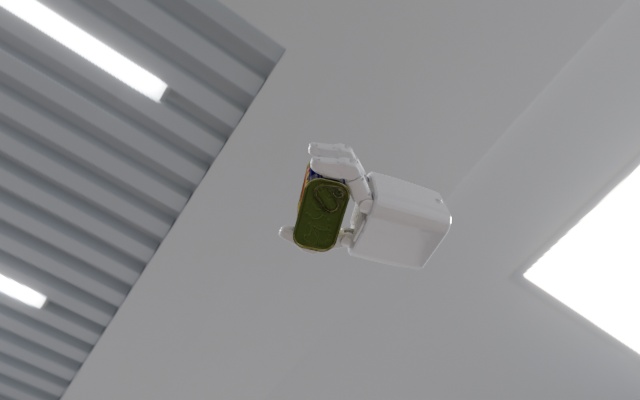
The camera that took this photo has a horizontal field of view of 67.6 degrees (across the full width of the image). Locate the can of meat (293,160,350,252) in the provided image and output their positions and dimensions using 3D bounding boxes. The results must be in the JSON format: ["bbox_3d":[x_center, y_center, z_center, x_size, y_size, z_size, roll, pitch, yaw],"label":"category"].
[{"bbox_3d":[0.000,0.002,0.636,0.057,0.102,0.084,12,26,-6],"label":"can of meat"}]
